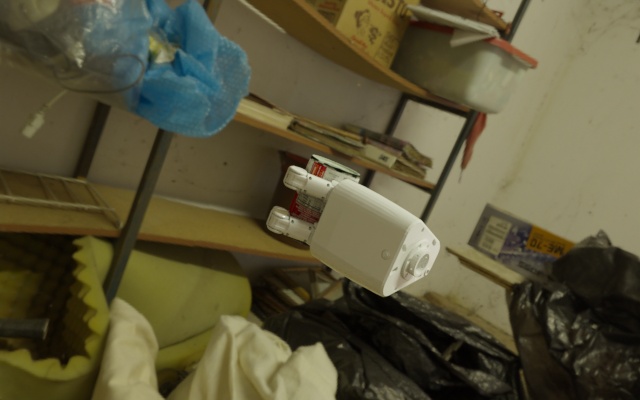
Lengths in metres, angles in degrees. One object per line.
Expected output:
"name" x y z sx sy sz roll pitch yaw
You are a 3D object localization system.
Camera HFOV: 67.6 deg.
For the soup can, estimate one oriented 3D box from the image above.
"soup can" 0.000 0.002 0.599 0.068 0.102 0.068 22 10 -4
